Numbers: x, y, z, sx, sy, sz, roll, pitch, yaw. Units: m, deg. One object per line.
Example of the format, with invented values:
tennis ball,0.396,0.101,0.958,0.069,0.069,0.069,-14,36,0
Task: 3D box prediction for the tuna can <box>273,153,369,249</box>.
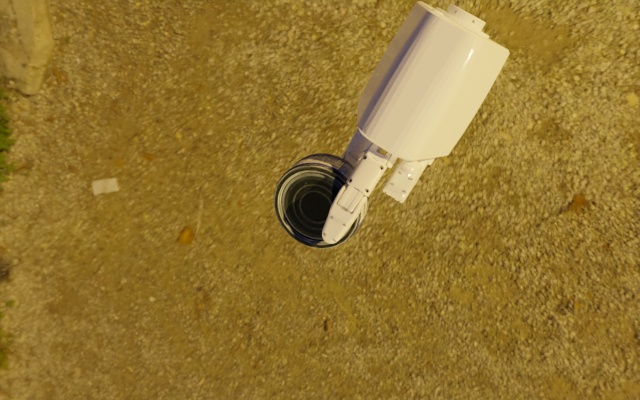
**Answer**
tuna can,0.000,0.002,0.447,0.086,0.086,0.033,0,22,20
